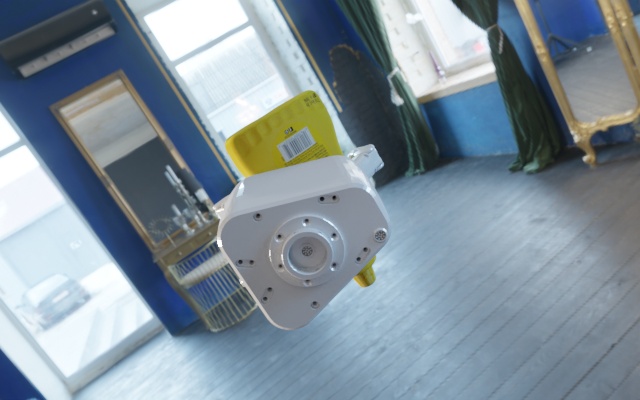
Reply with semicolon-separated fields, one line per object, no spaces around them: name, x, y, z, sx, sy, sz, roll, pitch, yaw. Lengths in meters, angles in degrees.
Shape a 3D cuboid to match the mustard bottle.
mustard bottle;0.000;0.001;0.450;0.096;0.192;0.058;-36;14;-20
